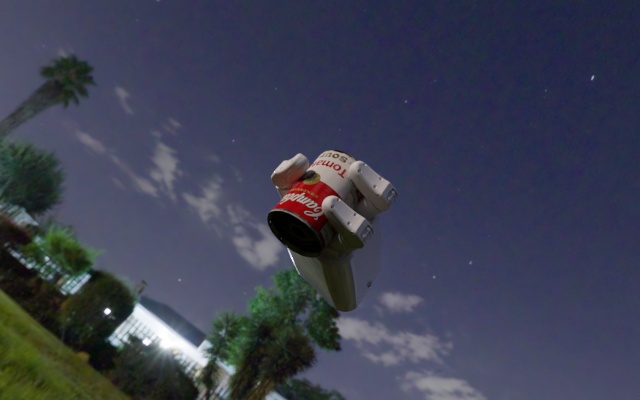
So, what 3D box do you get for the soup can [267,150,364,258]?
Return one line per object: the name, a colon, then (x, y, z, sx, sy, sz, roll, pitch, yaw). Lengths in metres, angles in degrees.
soup can: (0.000, 0.001, 0.512, 0.068, 0.068, 0.102, 0, 41, 46)
